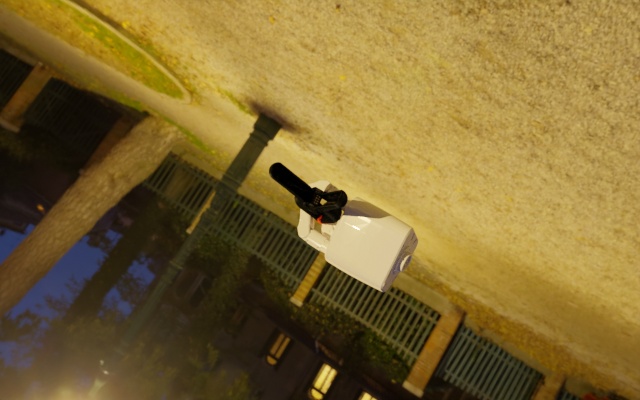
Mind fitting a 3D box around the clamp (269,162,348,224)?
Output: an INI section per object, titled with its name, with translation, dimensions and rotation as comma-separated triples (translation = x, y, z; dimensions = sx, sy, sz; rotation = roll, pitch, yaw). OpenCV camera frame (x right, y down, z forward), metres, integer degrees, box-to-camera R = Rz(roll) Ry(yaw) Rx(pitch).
[clamp]
translation = 0.000, 0.003, 0.717
dimensions = 0.120, 0.039, 0.171
rotation = 28, -9, 25
